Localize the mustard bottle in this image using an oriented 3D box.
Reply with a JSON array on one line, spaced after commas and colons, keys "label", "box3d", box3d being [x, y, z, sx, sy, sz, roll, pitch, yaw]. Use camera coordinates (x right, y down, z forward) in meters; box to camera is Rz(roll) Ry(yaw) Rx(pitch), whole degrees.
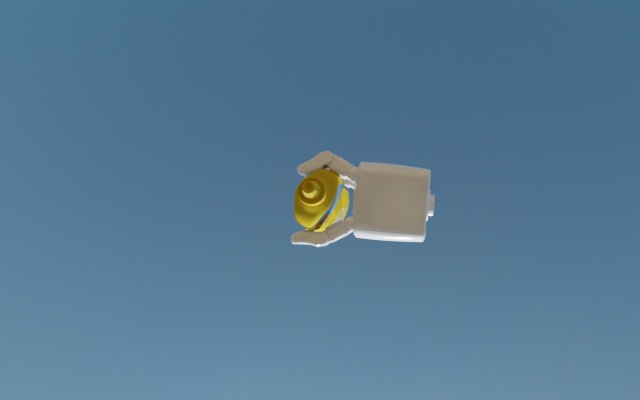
[{"label": "mustard bottle", "box3d": [0.000, 0.002, 0.748, 0.058, 0.096, 0.192, 31, -6, 14]}]
